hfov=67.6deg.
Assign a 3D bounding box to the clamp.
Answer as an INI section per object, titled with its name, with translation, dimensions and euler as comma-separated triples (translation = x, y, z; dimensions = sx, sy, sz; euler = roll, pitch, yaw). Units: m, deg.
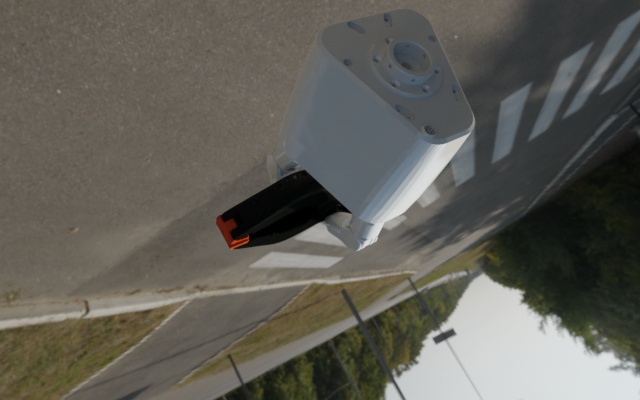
[clamp]
translation = 0.000, 0.002, 0.457
dimensions = 0.210, 0.036, 0.165
euler = -23, -21, -27
